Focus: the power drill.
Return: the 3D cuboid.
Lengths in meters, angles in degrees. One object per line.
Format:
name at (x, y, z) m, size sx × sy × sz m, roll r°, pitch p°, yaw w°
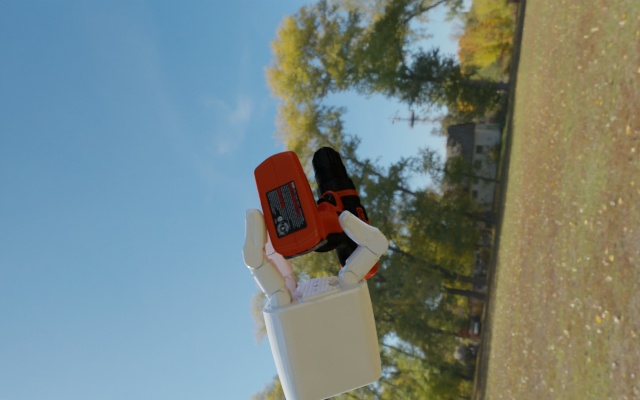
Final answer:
power drill at (0.000, 0.002, 0.558) m, size 0.057 × 0.184 × 0.188 m, roll -26°, pitch -20°, yaw 21°
